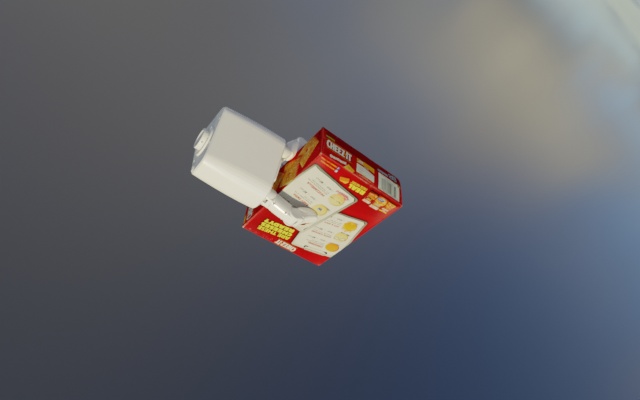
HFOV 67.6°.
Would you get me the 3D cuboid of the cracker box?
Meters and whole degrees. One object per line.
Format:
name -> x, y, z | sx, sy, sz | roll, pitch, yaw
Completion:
cracker box -> 0.000, 0.003, 0.780 | 0.164, 0.072, 0.214 | 30, -49, -24
